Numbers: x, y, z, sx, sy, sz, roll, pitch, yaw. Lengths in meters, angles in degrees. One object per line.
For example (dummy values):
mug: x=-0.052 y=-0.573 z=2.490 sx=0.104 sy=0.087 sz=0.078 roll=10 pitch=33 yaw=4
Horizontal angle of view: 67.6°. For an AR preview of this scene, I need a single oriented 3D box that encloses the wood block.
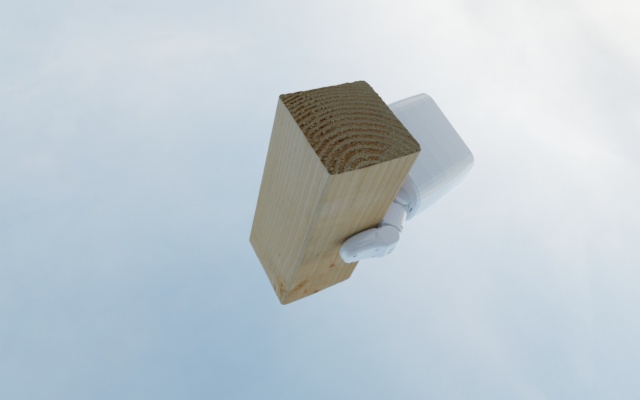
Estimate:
wood block: x=0.001 y=0.002 z=0.453 sx=0.090 sy=0.090 sz=0.206 roll=-17 pitch=-32 yaw=-27
